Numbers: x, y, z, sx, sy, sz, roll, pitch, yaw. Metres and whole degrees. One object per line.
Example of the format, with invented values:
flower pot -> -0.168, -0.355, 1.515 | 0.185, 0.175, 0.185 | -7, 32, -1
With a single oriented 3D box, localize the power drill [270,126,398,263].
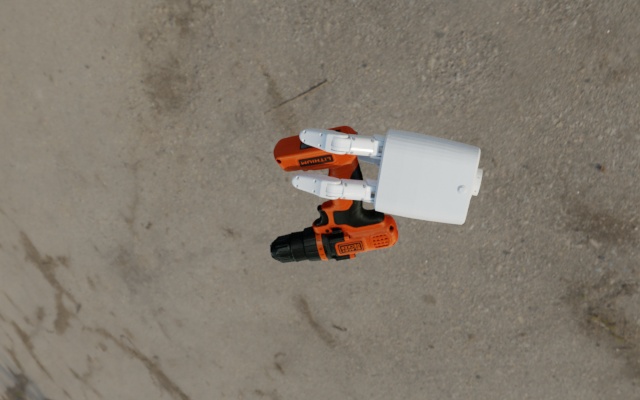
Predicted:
power drill -> 0.000, 0.002, 0.638 | 0.184, 0.188, 0.057 | -12, 35, 9
